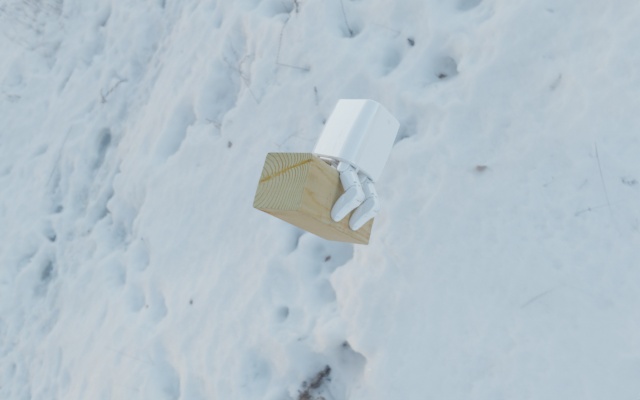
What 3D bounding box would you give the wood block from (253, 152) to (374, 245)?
[{"bbox_3d":[0.000,0.002,0.771,0.091,0.090,0.206,5,-15,37],"label":"wood block"}]
